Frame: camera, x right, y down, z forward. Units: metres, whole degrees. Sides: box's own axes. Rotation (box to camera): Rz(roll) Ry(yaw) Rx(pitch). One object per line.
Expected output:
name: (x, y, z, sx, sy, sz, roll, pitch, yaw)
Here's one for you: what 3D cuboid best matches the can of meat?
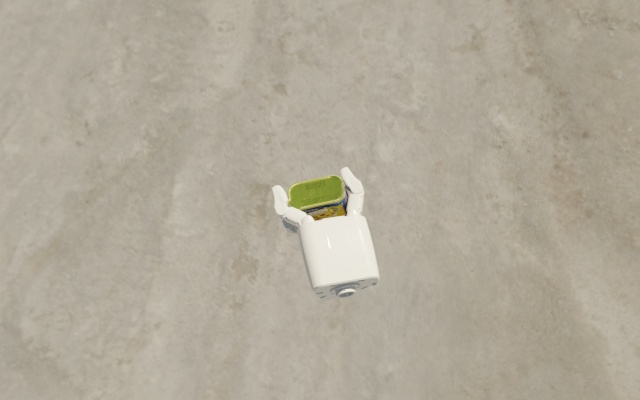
can of meat: (0.000, 0.002, 0.819, 0.102, 0.057, 0.084, -12, -25, 7)
